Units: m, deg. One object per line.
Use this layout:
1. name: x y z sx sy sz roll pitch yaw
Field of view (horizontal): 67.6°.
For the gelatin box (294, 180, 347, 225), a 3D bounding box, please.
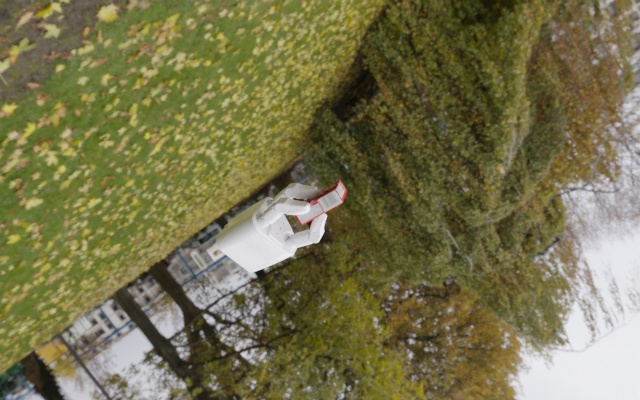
1. gelatin box: 0.001 0.003 0.850 0.089 0.030 0.073 -30 9 16
